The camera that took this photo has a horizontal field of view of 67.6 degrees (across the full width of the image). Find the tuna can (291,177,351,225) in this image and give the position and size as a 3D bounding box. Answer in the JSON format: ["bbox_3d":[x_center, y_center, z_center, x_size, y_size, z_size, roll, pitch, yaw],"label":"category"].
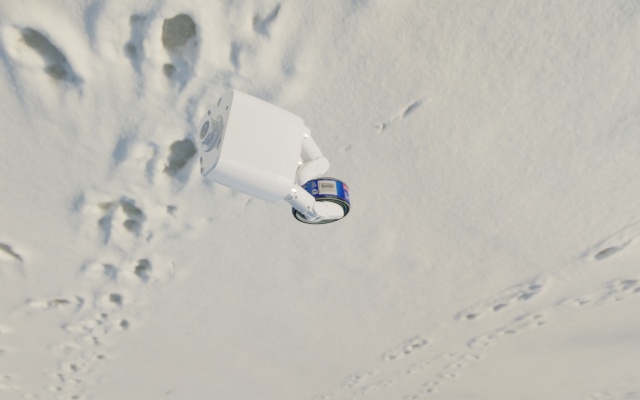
[{"bbox_3d":[0.000,0.003,0.688,0.086,0.033,0.086,-5,-28,-3],"label":"tuna can"}]
